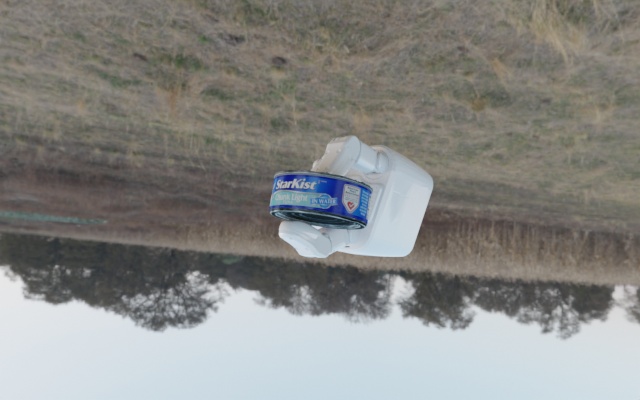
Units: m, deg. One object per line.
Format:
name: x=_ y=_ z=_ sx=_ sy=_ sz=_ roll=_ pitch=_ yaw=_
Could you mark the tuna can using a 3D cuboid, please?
tuna can: x=0.000 y=0.002 z=0.408 sx=0.086 sy=0.033 sz=0.086 roll=8 pitch=-10 yaw=1
